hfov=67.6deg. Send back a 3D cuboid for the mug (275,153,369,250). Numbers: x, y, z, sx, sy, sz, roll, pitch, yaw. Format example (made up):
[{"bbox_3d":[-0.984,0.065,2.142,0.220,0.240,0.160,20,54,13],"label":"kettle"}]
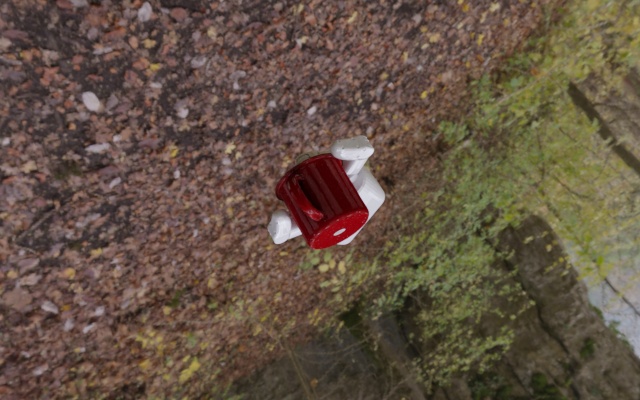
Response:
[{"bbox_3d":[0.000,0.002,0.555,0.093,0.081,0.117,-36,-23,13],"label":"mug"}]
